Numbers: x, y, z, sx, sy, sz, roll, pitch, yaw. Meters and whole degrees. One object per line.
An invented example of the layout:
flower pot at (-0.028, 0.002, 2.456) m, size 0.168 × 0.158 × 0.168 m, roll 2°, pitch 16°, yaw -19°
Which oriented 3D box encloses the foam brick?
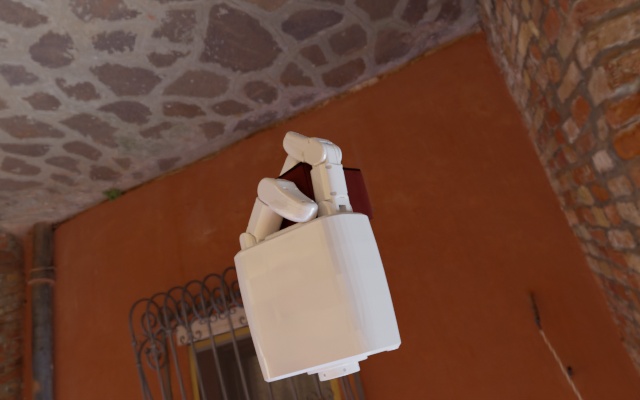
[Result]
foam brick at (0.000, 0.001, 0.432) m, size 0.078 × 0.051 × 0.053 m, roll 3°, pitch -26°, yaw -45°
